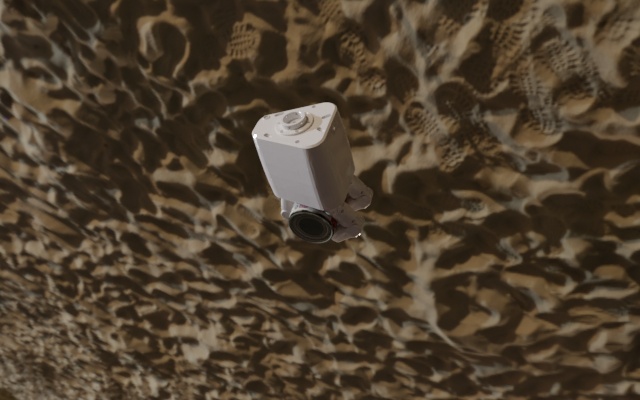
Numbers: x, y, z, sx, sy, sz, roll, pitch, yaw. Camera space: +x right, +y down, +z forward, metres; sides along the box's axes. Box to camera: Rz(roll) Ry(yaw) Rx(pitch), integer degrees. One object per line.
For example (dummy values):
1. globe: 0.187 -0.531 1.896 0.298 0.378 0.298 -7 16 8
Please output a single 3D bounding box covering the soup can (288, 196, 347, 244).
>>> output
1. soup can: 0.000 0.003 0.686 0.068 0.102 0.069 12 -41 10
